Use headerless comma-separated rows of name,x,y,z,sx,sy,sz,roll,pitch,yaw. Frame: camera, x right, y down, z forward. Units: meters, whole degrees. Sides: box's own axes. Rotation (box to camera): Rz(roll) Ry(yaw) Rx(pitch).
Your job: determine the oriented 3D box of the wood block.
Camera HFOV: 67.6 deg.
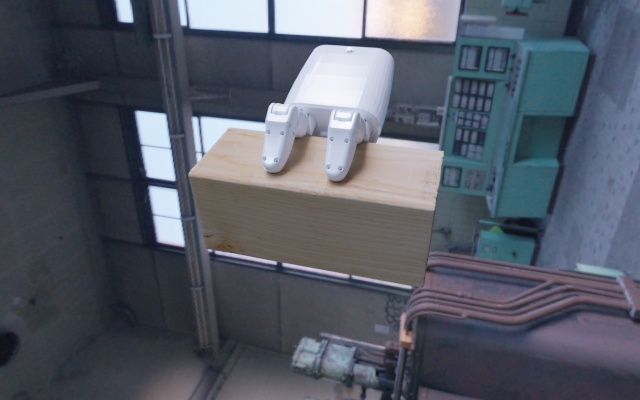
wood block,0.000,0.001,0.439,0.206,0.091,0.090,8,39,14
